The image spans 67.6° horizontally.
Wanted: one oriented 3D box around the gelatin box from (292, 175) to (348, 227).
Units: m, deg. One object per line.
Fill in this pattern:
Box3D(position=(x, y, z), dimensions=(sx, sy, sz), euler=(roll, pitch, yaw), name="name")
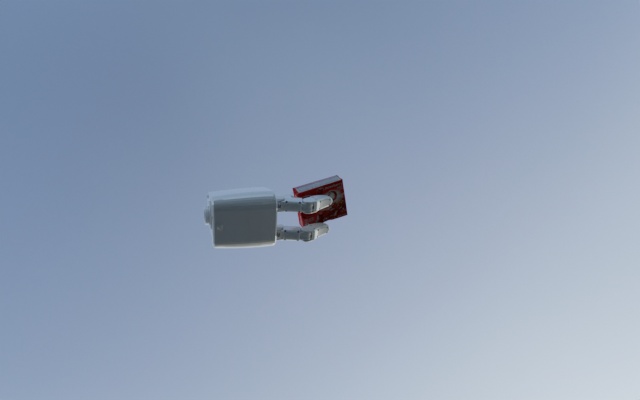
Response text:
Box3D(position=(0.000, 0.003, 0.854), dimensions=(0.089, 0.073, 0.030), euler=(-17, 28, -15), name="gelatin box")
